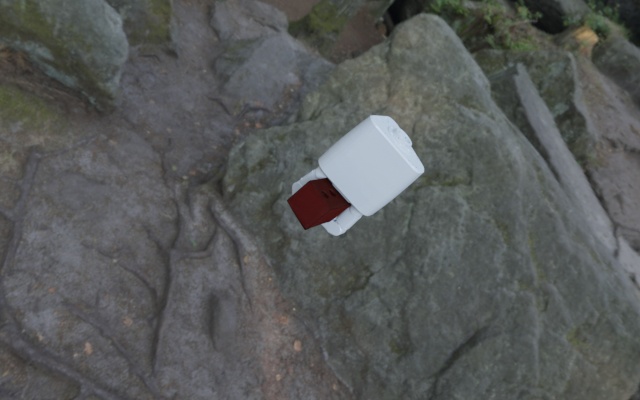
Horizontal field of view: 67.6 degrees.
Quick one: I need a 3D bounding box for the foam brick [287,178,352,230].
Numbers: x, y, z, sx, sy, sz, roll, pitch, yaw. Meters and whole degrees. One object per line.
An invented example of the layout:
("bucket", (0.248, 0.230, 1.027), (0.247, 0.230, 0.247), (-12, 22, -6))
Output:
("foam brick", (0.000, 0.002, 0.692), (0.051, 0.053, 0.078), (-39, -12, 27))
